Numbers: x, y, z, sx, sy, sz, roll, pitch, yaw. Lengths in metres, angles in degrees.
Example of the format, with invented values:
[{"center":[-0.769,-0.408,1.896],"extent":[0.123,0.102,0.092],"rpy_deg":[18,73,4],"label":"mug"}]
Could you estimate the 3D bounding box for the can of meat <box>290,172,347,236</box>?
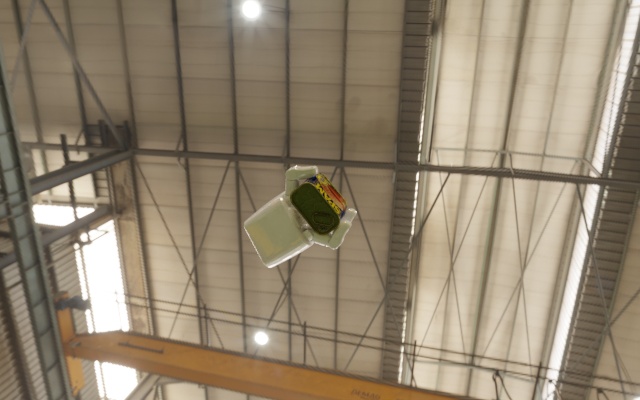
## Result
[{"center":[0.000,0.003,0.893],"extent":[0.057,0.102,0.084],"rpy_deg":[-37,6,24],"label":"can of meat"}]
